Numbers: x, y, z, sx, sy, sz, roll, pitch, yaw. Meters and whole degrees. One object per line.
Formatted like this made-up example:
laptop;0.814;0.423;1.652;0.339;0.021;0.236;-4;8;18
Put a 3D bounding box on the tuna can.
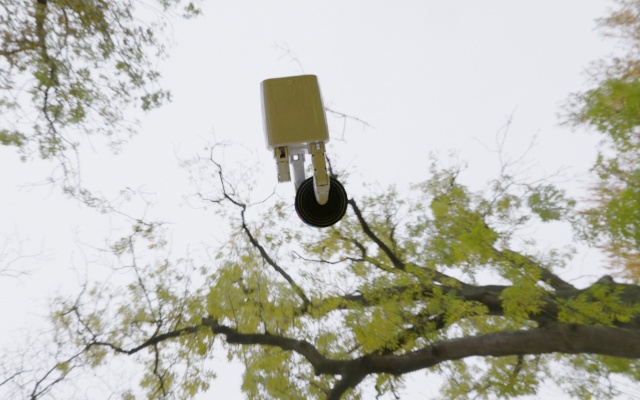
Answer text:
tuna can;0.000;0.003;0.774;0.086;0.086;0.034;0;-8;-8
